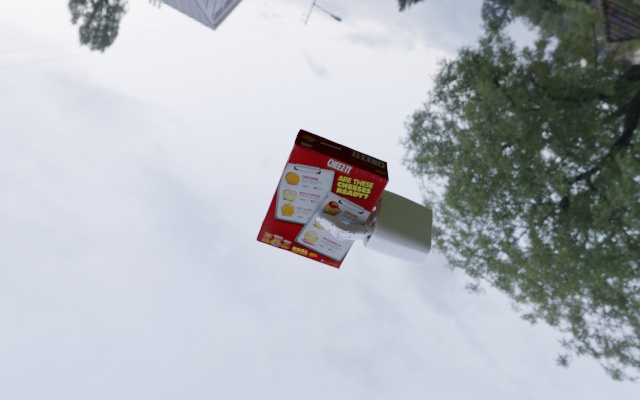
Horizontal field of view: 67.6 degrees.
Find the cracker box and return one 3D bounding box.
[{"bbox_3d":[0.000,0.003,0.832,0.164,0.214,0.072,20,33,-8],"label":"cracker box"}]
